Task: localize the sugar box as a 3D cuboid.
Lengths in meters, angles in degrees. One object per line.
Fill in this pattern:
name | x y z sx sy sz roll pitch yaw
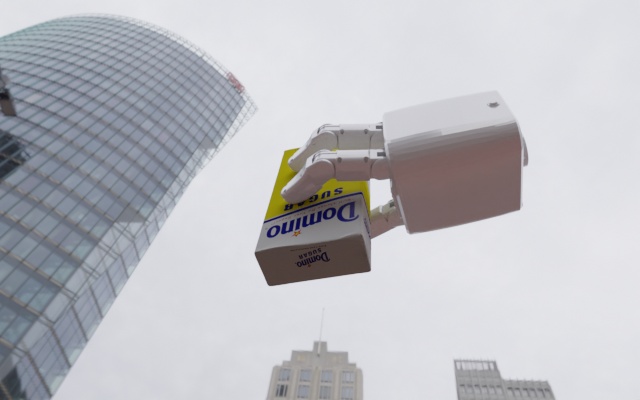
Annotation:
sugar box | 0.000 0.001 0.458 0.093 0.048 0.176 -11 30 11
